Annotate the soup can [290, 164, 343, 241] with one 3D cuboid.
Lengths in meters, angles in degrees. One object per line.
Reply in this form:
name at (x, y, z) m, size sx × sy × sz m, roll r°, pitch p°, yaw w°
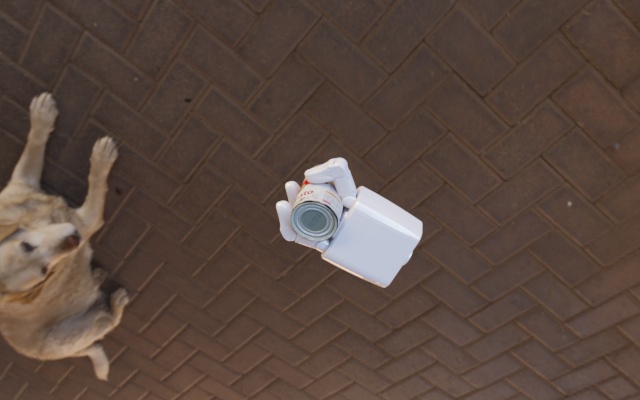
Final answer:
soup can at (0.000, 0.002, 0.680) m, size 0.068 × 0.068 × 0.102 m, roll 0°, pitch 33°, yaw 13°
